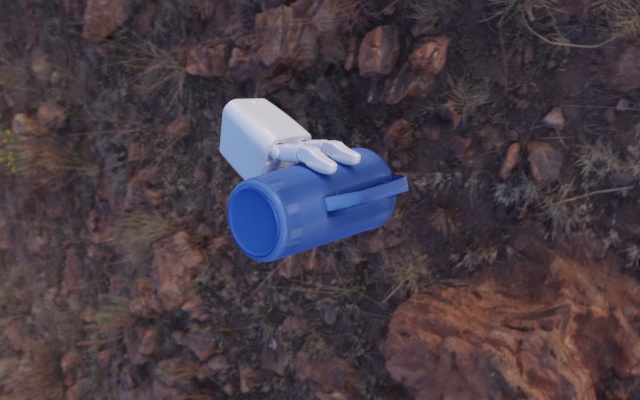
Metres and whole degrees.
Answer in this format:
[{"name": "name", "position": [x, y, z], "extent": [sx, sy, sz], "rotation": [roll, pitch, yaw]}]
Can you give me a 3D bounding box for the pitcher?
[{"name": "pitcher", "position": [0.000, 0.002, 0.672], "extent": [0.145, 0.149, 0.243], "rotation": [43, 35, 23]}]
